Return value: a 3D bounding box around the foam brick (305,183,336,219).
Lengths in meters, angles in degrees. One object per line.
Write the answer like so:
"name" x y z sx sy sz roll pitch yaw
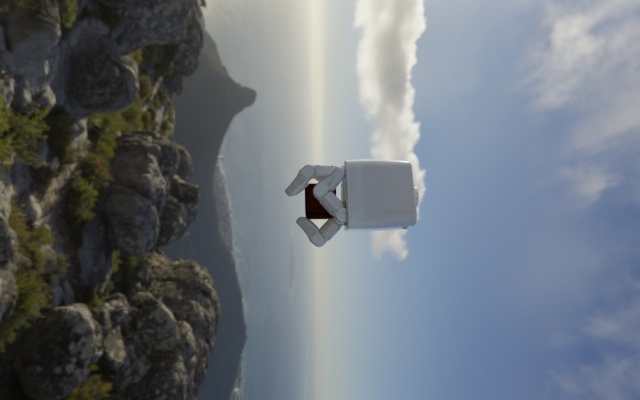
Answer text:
"foam brick" 0.000 0.003 0.799 0.051 0.053 0.078 -1 -7 -1
